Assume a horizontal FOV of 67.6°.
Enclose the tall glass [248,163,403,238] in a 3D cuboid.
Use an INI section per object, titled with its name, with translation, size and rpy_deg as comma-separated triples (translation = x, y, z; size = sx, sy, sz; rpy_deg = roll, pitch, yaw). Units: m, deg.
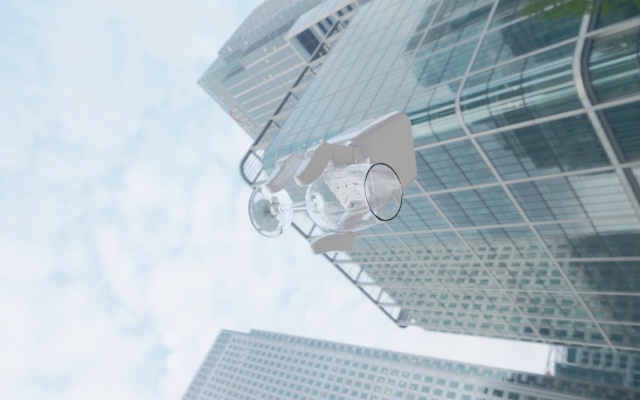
[tall glass]
translation = 0.000, 0.002, 0.569
size = 0.079, 0.079, 0.201
rpy_deg = 0, -6, -42
